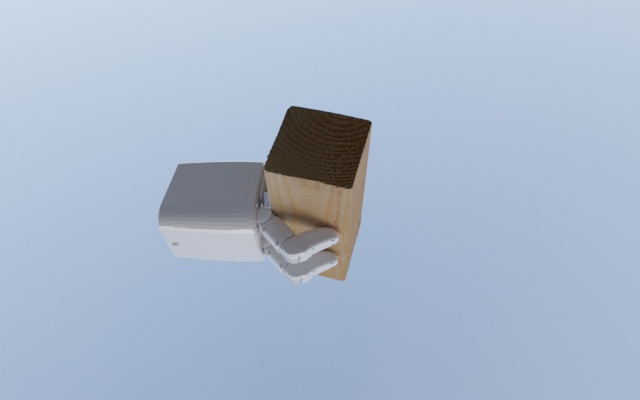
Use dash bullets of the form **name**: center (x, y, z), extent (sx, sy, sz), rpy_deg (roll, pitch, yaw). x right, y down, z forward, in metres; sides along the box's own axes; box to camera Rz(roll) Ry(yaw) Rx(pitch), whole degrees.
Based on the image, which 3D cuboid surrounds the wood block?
- **wood block**: center (0.000, 0.002, 0.550), extent (0.090, 0.090, 0.206), rpy_deg (12, -32, 8)
